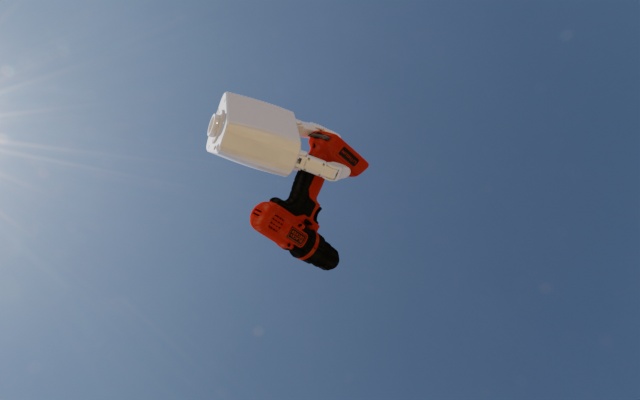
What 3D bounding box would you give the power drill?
[{"bbox_3d":[0.000,0.002,0.741,0.057,0.187,0.184,17,-15,48],"label":"power drill"}]
